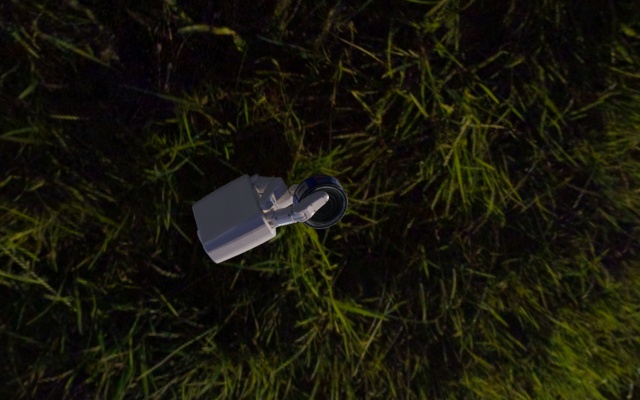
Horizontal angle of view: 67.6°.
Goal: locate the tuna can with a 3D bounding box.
[{"bbox_3d":[0.000,0.003,0.772,0.086,0.086,0.033,0,29,-19],"label":"tuna can"}]
